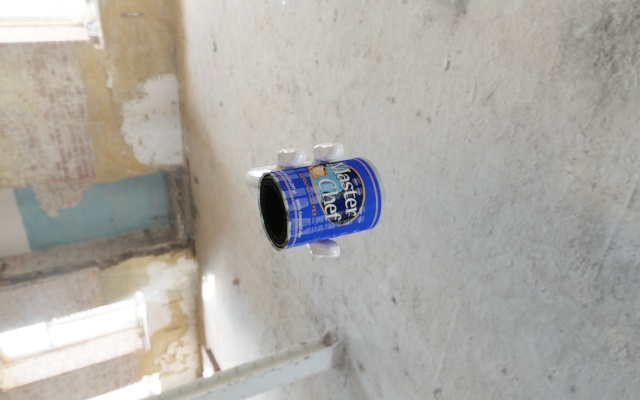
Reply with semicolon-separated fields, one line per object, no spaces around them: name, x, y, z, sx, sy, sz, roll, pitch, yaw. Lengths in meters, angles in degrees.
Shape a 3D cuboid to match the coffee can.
coffee can;0.000;0.002;0.633;0.140;0.103;0.103;-11;5;-25
